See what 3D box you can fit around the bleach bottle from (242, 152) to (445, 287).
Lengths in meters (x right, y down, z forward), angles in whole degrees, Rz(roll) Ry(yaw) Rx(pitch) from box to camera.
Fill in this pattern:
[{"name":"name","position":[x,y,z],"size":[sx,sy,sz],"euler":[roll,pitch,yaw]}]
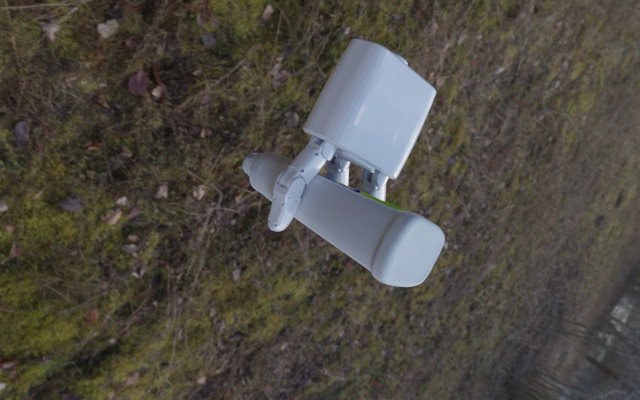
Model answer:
[{"name":"bleach bottle","position":[0.000,0.002,0.505],"size":[0.250,0.068,0.102],"euler":[29,4,36]}]
